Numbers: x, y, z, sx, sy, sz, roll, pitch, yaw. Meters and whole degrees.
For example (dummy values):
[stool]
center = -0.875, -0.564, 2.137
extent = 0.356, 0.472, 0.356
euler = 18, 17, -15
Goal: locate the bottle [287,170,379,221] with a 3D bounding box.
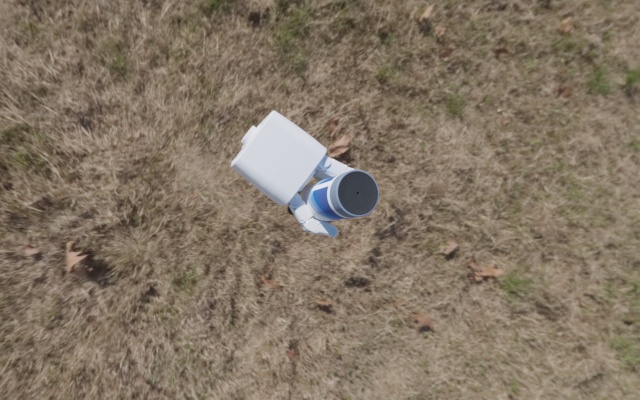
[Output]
[bottle]
center = 0.000, 0.003, 0.799
extent = 0.069, 0.069, 0.296
euler = 0, -5, -21
